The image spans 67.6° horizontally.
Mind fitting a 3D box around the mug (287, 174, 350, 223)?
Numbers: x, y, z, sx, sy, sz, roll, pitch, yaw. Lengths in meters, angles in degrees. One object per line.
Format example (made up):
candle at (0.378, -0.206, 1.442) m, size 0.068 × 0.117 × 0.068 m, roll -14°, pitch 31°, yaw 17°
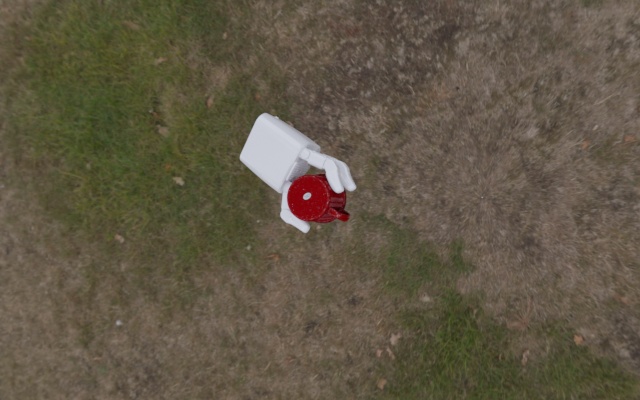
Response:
mug at (0.001, 0.004, 0.850) m, size 0.117 × 0.093 × 0.081 m, roll 36°, pitch 11°, yaw 17°
